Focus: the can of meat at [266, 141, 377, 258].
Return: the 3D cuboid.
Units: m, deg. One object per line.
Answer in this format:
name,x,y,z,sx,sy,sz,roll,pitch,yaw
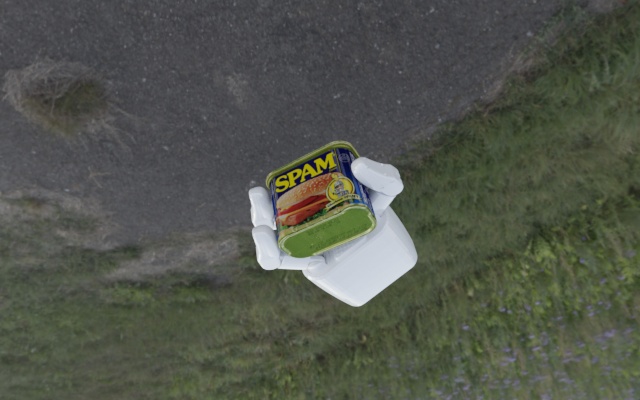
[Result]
can of meat,0.000,0.002,0.482,0.102,0.084,0.057,-24,-39,15
